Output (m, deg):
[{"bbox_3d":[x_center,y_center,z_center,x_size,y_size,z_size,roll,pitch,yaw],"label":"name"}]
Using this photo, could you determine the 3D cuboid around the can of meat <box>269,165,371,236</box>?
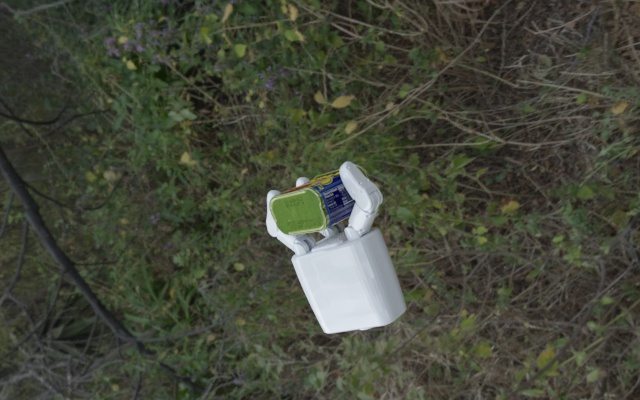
[{"bbox_3d":[0.000,0.002,0.575,0.084,0.057,0.102,-26,8,-40],"label":"can of meat"}]
